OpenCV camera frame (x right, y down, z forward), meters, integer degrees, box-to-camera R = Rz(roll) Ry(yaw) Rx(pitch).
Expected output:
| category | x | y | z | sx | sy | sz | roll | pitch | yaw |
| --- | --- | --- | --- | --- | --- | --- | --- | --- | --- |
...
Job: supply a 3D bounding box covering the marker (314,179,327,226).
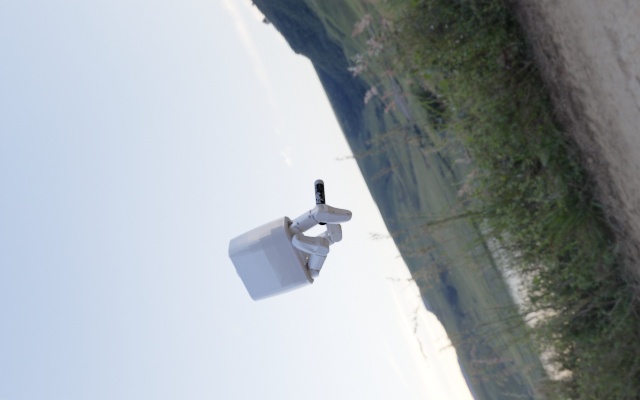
| category | x | y | z | sx | sy | sz | roll | pitch | yaw |
| --- | --- | --- | --- | --- | --- | --- | --- | --- | --- |
| marker | 0.000 | 0.003 | 0.796 | 0.020 | 0.020 | 0.121 | 0 | 34 | -3 |
